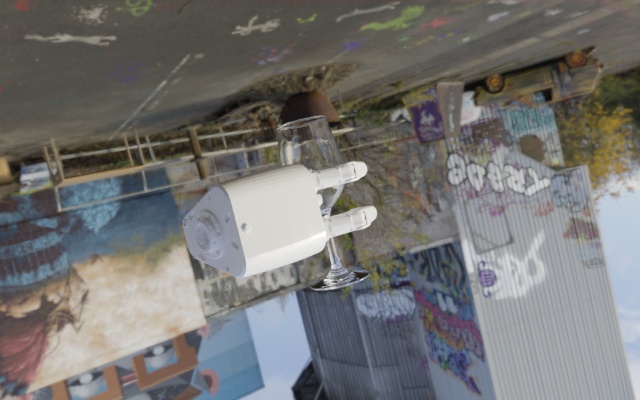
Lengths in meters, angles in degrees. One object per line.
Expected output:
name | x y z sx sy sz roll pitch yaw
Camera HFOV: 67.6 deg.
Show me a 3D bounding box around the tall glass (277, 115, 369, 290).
tall glass | 0.000 0.003 0.583 0.079 0.201 0.079 -14 3 1
